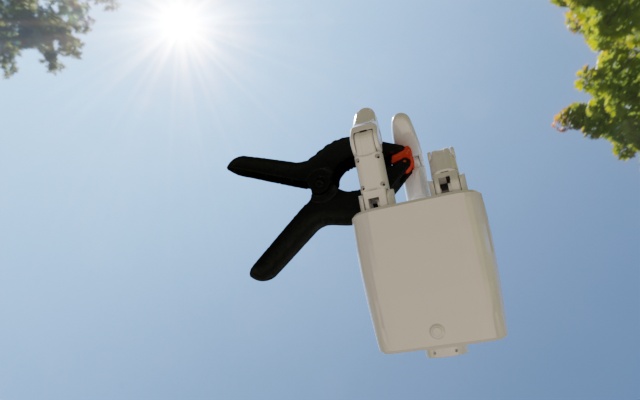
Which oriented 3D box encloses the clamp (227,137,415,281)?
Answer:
[{"bbox_3d":[0.000,0.001,0.418,0.171,0.120,0.039,-12,-14,15],"label":"clamp"}]
